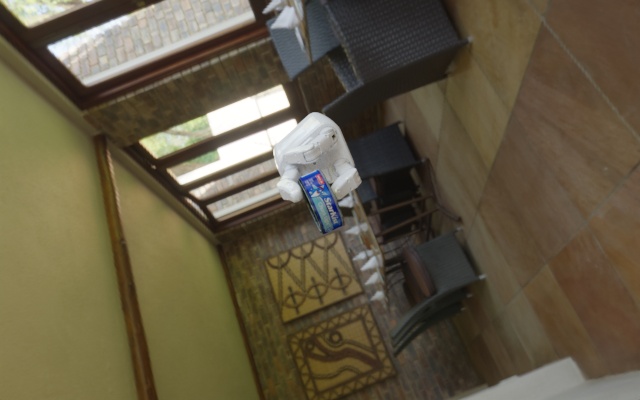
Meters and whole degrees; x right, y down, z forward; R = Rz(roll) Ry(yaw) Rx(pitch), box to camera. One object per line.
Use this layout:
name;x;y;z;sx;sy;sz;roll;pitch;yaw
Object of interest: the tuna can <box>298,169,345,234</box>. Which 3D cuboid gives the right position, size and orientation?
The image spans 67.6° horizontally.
tuna can;0.000;0.002;0.651;0.034;0.086;0.086;-24;2;-5
